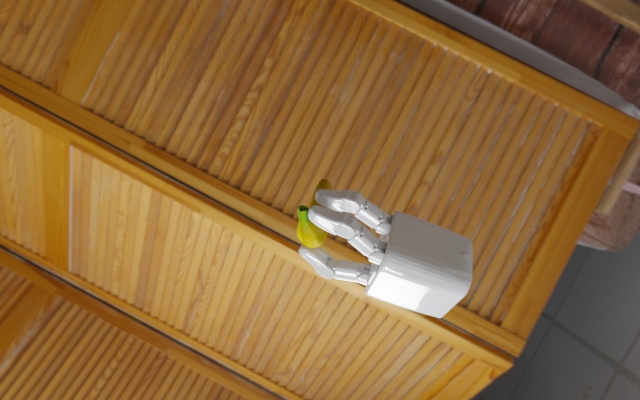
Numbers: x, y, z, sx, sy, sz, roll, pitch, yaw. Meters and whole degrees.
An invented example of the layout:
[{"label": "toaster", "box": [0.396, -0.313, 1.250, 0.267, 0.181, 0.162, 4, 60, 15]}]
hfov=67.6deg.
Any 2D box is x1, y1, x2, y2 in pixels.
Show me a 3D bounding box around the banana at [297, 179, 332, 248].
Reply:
[{"label": "banana", "box": [-0.004, 0.021, 0.656, 0.037, 0.070, 0.197, 11, 14, 4]}]
